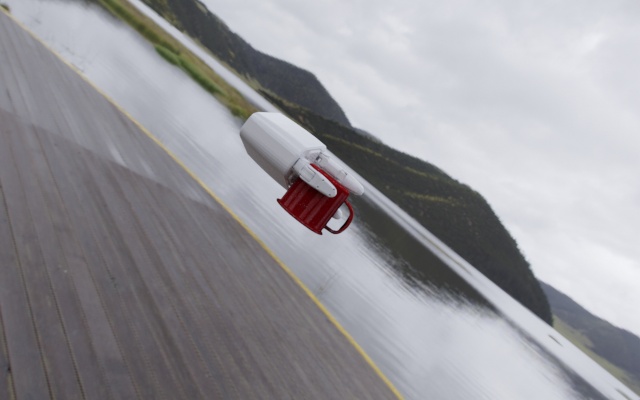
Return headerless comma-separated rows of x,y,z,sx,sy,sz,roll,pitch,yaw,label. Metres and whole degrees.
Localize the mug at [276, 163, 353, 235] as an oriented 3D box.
0.001,0.003,0.753,0.117,0.081,0.093,39,5,13,mug
